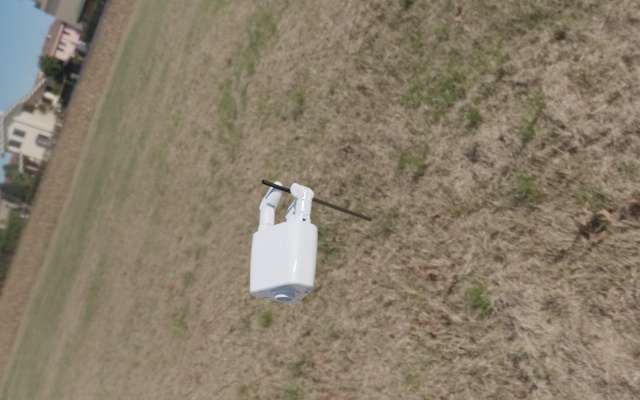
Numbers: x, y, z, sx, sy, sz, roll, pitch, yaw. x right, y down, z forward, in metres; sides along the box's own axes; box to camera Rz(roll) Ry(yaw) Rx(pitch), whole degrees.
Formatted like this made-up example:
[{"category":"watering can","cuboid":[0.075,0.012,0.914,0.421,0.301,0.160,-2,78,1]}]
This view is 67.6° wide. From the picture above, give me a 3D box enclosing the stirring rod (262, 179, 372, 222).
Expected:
[{"category":"stirring rod","cuboid":[0.000,0.003,0.870,0.239,0.011,0.011,20,-10,-30]}]
